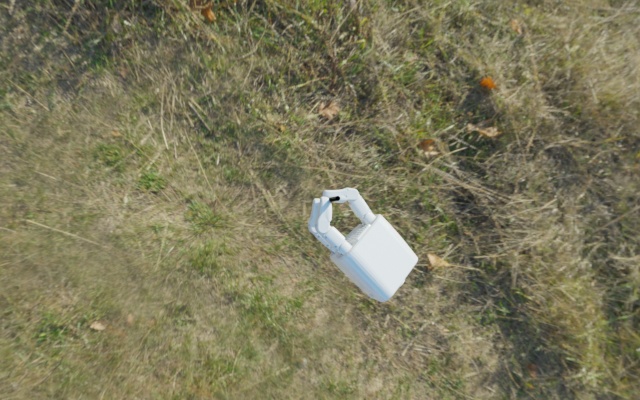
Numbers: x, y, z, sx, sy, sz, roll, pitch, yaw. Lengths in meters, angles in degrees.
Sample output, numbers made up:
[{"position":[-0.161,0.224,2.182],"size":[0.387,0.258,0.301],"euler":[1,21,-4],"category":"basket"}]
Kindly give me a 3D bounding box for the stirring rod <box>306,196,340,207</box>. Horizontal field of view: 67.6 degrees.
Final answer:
[{"position":[0.000,0.003,0.852],"size":[0.011,0.011,0.239],"euler":[0,-3,-13],"category":"stirring rod"}]
